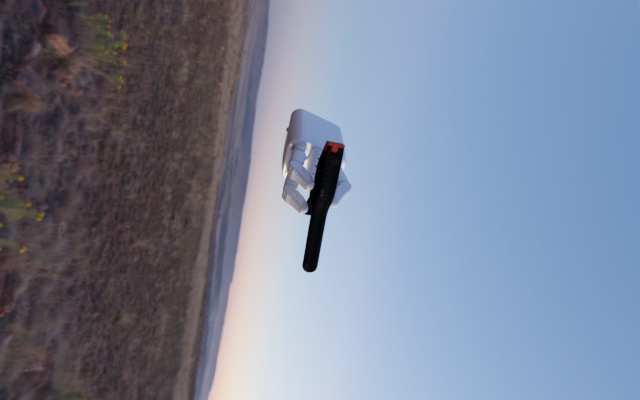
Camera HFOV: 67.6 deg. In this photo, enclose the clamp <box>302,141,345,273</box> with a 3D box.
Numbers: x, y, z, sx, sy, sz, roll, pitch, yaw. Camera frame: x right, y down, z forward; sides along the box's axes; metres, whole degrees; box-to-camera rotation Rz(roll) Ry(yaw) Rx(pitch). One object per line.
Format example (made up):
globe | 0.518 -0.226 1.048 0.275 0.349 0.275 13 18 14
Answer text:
clamp | 0.001 0.002 0.776 0.036 0.210 0.164 9 42 -10
